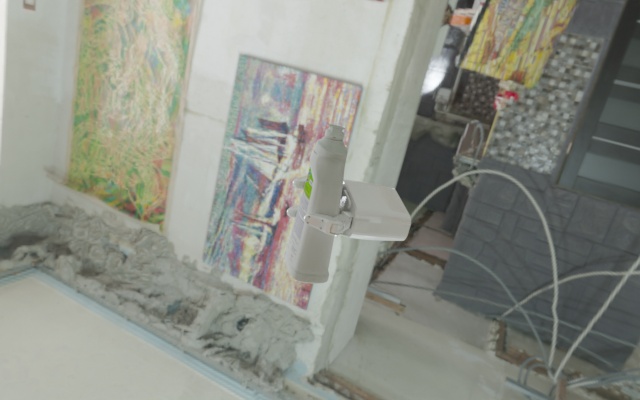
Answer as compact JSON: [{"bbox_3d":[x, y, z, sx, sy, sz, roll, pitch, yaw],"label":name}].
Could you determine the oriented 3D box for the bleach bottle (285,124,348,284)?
[{"bbox_3d":[0.000,0.003,0.784,0.068,0.251,0.102,7,18,-19],"label":"bleach bottle"}]
